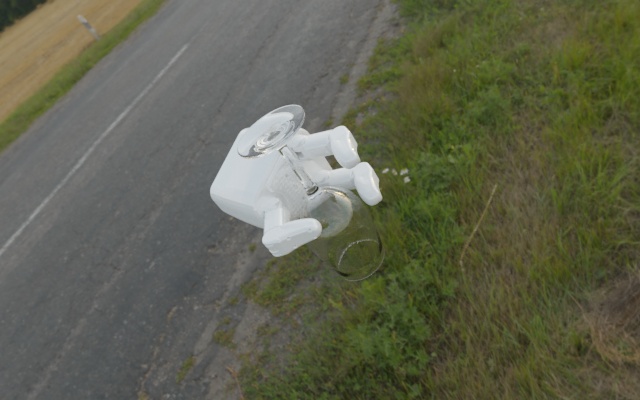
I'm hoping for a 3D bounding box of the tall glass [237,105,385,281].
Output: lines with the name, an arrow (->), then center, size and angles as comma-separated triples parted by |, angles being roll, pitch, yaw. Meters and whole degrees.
tall glass -> 0.000, 0.001, 0.501 | 0.079, 0.079, 0.201 | 0, -43, 40
